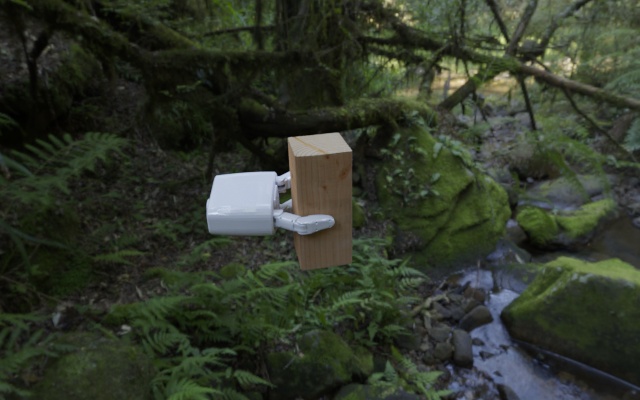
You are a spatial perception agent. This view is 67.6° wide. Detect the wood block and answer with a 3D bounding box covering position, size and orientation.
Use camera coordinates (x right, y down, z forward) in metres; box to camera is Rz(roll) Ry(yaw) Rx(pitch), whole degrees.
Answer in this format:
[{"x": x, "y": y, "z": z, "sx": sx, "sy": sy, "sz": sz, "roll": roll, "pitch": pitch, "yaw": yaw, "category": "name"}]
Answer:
[{"x": 0.000, "y": 0.003, "z": 0.800, "sx": 0.090, "sy": 0.206, "sz": 0.090, "roll": -7, "pitch": 28, "yaw": -9, "category": "wood block"}]
